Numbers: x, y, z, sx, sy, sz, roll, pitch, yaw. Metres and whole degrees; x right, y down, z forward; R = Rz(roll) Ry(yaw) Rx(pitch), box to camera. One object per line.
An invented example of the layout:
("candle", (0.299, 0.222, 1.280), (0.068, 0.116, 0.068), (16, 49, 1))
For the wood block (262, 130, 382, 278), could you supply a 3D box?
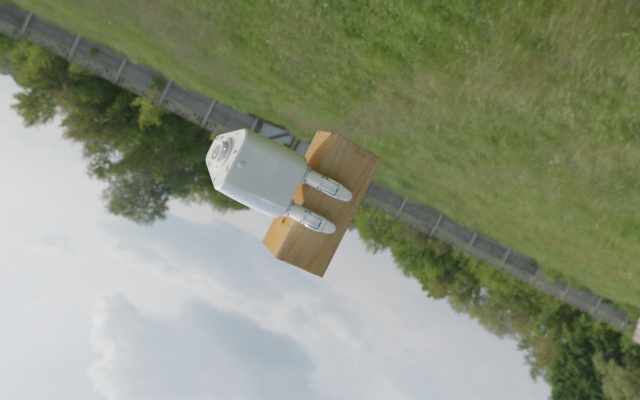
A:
("wood block", (0.000, 0.002, 0.761), (0.090, 0.206, 0.091), (26, 1, -24))
